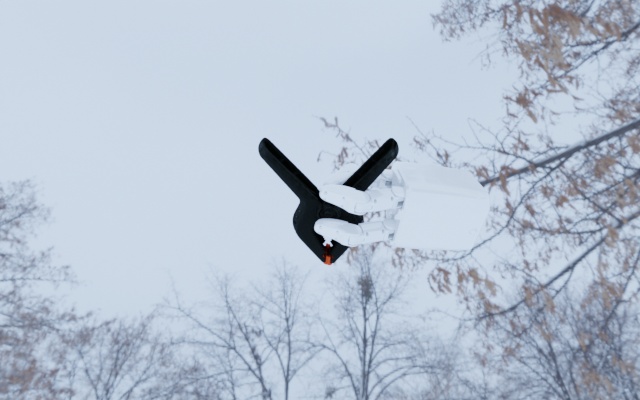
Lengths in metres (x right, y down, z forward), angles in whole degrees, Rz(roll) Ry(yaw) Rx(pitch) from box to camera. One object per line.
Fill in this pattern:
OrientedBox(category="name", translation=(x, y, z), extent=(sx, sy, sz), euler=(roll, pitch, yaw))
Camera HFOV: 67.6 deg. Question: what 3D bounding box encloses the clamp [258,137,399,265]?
OrientedBox(category="clamp", translation=(0.000, 0.002, 0.618), extent=(0.164, 0.210, 0.036), euler=(6, 41, -3))
